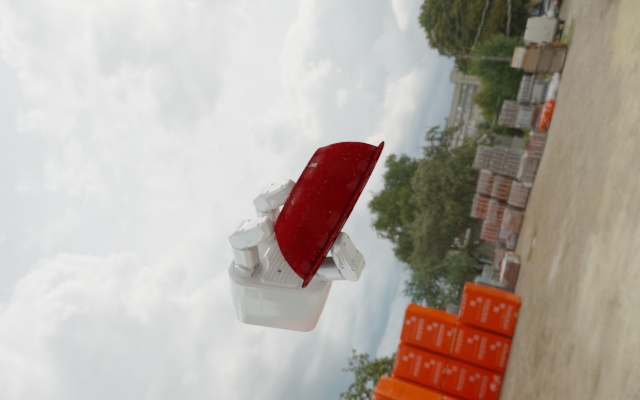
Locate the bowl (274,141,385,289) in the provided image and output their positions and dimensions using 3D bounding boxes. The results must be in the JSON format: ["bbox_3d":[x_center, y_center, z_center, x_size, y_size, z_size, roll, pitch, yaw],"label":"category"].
[{"bbox_3d":[0.000,0.000,0.464,0.055,0.162,0.162,29,0,0],"label":"bowl"}]
